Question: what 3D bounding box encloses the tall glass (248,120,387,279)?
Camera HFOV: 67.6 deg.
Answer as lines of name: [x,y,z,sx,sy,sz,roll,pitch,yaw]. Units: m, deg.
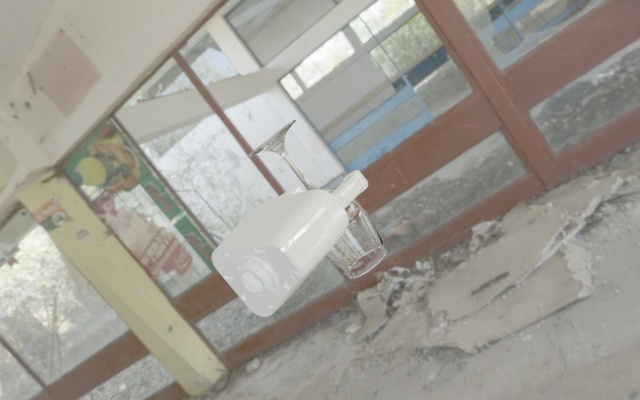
tall glass: [0.000,0.001,0.597,0.079,0.201,0.079,-37,8,6]
